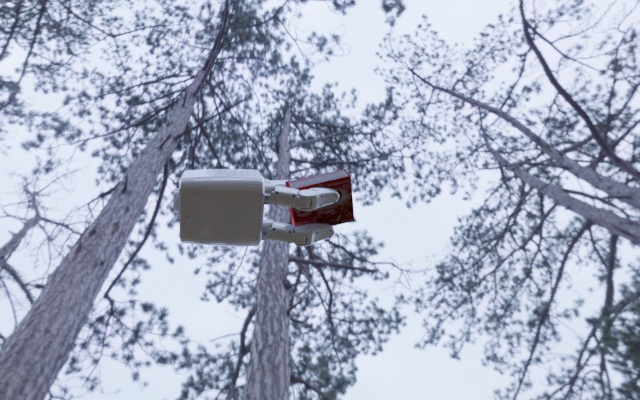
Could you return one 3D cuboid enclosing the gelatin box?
[{"bbox_3d":[0.000,0.002,0.665,0.089,0.073,0.030,-13,30,-10],"label":"gelatin box"}]
